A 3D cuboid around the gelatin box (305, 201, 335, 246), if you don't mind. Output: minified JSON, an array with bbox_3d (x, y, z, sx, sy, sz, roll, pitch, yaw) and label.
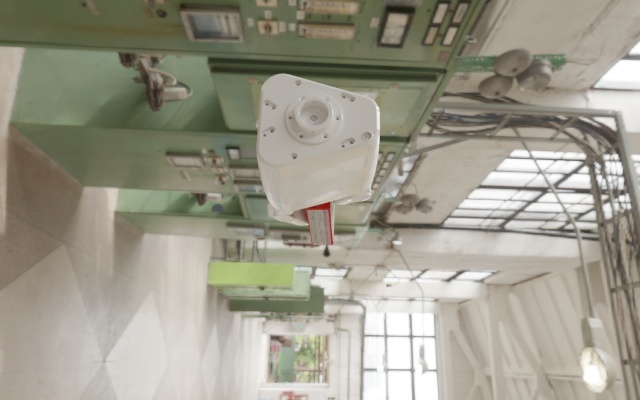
[{"bbox_3d":[0.001,0.002,0.571,0.030,0.073,0.089,-1,-33,5],"label":"gelatin box"}]
